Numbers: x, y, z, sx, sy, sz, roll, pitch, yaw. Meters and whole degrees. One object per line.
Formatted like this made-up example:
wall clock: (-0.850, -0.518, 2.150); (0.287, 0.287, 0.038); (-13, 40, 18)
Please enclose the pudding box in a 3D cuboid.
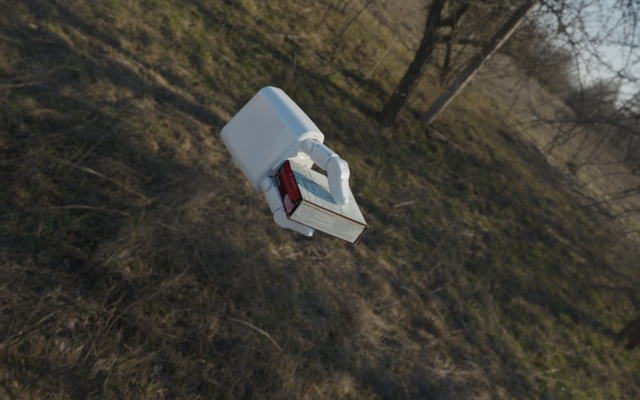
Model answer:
pudding box: (0.000, 0.002, 0.628); (0.113, 0.039, 0.090); (22, 29, -31)
